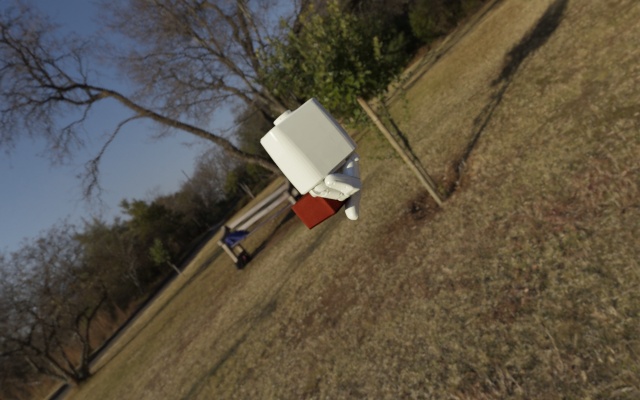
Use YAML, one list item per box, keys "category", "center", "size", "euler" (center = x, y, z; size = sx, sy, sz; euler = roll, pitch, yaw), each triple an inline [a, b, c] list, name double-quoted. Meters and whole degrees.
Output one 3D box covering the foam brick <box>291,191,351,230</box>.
- category: "foam brick"
  center: [0.000, 0.003, 0.789]
  size: [0.078, 0.051, 0.053]
  euler: [-35, 9, 47]
